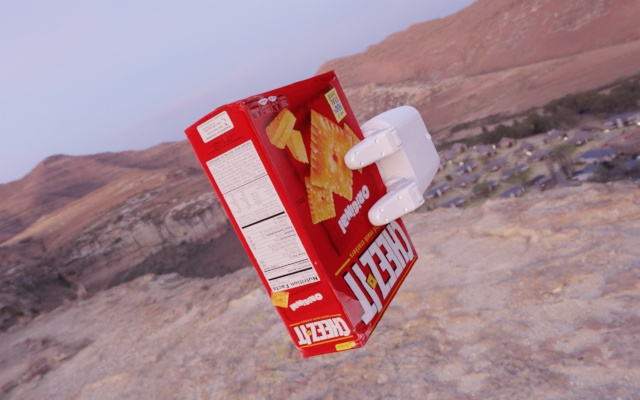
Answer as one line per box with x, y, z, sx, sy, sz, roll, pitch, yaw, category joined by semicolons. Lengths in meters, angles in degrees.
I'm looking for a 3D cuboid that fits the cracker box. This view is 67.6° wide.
0.000;0.001;0.432;0.072;0.214;0.164;-21;9;33;cracker box
